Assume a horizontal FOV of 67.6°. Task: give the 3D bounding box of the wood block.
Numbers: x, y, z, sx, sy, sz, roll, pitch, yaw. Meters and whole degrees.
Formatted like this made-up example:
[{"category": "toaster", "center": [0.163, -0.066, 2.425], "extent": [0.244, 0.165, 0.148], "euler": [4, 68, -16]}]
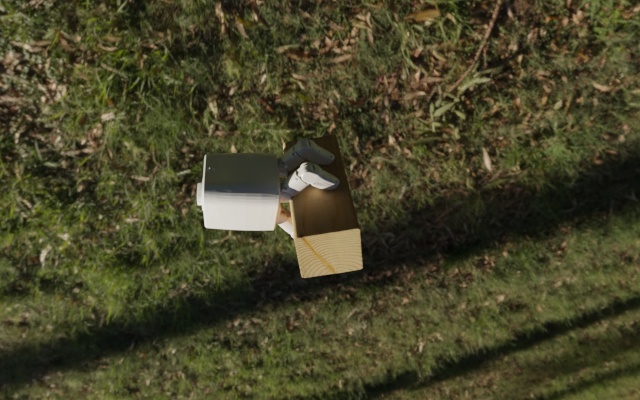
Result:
[{"category": "wood block", "center": [0.000, 0.003, 0.721], "extent": [0.090, 0.091, 0.206], "euler": [-9, 45, -1]}]
